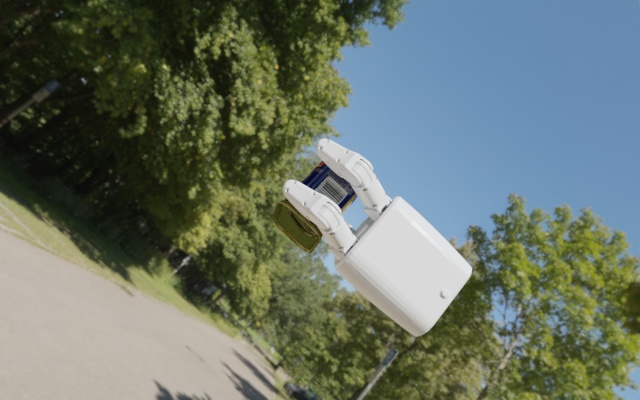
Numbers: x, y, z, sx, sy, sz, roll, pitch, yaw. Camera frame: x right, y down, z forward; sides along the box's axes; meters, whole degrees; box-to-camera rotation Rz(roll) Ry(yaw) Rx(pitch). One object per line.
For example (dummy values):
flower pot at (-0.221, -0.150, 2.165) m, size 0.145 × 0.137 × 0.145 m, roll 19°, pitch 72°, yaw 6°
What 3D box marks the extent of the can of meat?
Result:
can of meat at (0.000, 0.001, 0.509) m, size 0.057 × 0.084 × 0.102 m, roll 42°, pitch -18°, yaw 4°
